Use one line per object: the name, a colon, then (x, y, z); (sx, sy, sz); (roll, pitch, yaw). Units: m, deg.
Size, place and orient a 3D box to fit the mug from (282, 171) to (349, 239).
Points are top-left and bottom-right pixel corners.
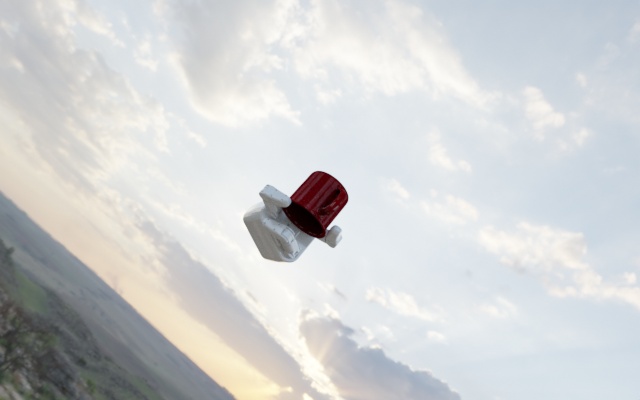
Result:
mug: (0.001, 0.002, 0.798); (0.081, 0.093, 0.117); (-49, 19, -25)
